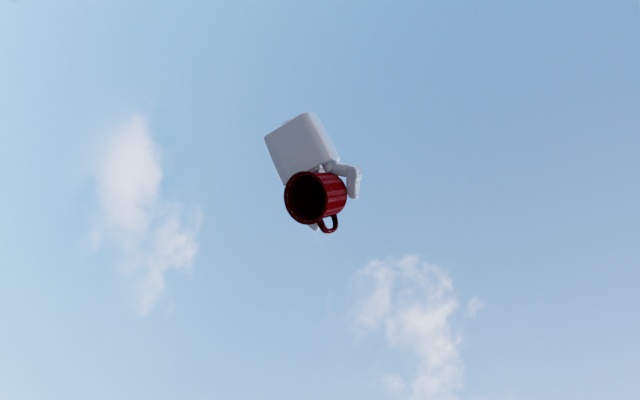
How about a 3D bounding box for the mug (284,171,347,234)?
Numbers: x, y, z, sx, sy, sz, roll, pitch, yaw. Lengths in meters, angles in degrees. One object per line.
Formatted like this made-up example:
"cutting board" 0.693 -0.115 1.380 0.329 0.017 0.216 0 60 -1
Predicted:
"mug" 0.001 0.004 0.848 0.093 0.117 0.081 -30 -11 32
